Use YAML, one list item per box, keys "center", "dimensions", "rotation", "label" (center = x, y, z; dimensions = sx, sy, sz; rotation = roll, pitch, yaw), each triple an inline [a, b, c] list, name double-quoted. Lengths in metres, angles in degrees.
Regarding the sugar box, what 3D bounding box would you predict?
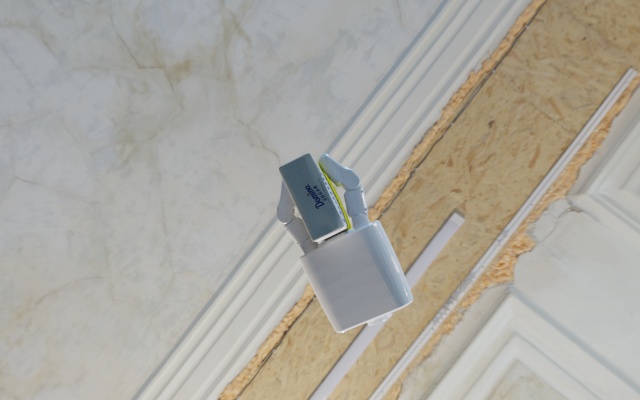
- center: [0.001, 0.002, 0.601]
  dimensions: [0.048, 0.093, 0.176]
  rotation: [-26, -6, 2]
  label: "sugar box"
